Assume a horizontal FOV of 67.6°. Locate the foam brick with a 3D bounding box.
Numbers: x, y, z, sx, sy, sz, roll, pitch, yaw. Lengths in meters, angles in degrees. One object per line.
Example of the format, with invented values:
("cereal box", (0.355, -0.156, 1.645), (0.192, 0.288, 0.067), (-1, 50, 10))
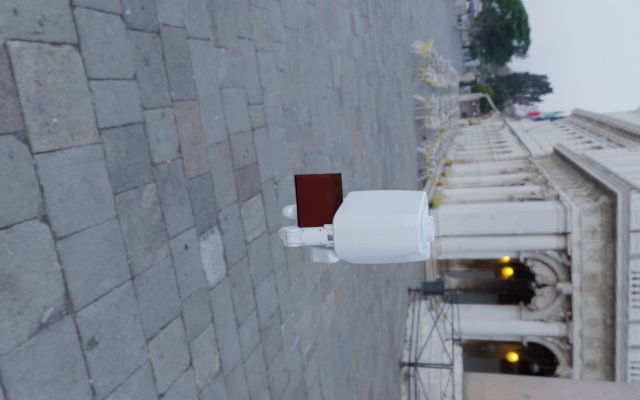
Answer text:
("foam brick", (0.000, 0.002, 0.636), (0.051, 0.078, 0.053), (-3, 4, 20))
